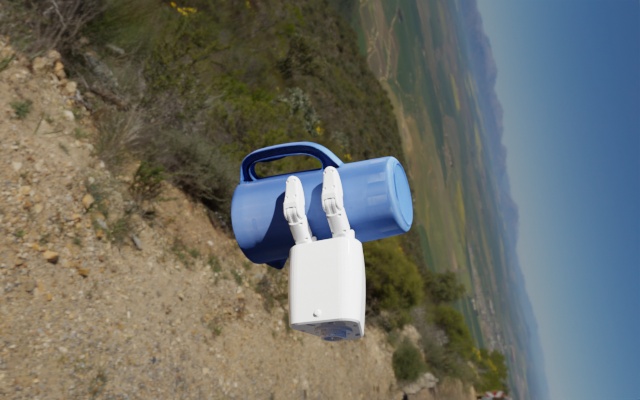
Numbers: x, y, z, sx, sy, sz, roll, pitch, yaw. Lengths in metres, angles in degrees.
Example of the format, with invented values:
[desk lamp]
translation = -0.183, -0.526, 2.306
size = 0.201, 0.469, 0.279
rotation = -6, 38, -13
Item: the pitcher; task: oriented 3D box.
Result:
[pitcher]
translation = 0.000, 0.002, 0.691
size = 0.243, 0.145, 0.149
rotation = -11, -31, 21
